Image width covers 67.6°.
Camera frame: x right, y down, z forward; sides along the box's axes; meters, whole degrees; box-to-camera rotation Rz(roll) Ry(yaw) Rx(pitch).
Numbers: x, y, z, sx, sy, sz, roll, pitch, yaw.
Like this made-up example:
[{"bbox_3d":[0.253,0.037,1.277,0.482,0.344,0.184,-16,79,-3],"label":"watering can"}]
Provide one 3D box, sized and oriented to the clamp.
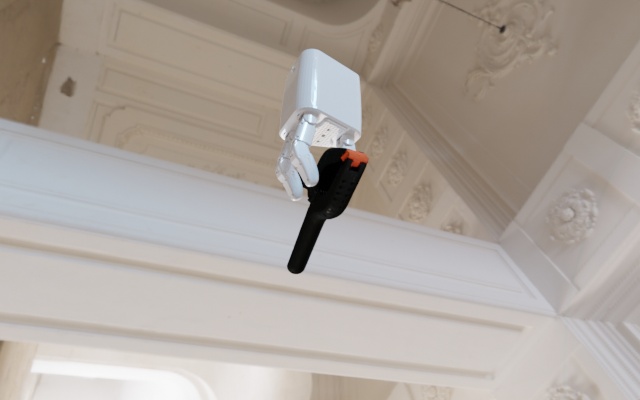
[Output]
[{"bbox_3d":[0.001,0.002,0.639,0.036,0.164,0.210,11,-24,-23],"label":"clamp"}]
